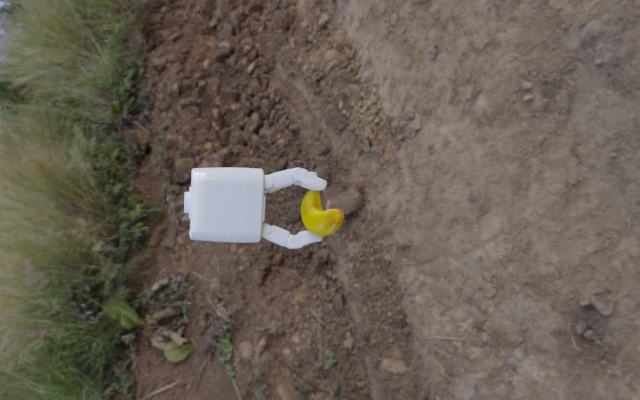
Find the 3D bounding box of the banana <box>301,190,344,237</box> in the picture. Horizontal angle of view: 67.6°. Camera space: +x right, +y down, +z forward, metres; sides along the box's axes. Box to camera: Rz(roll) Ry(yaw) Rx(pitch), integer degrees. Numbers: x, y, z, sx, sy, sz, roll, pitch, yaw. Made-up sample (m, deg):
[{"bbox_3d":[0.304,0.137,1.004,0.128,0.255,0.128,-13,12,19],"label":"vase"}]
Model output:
[{"bbox_3d":[-0.003,0.019,0.746,0.037,0.070,0.197,5,16,-14],"label":"banana"}]
